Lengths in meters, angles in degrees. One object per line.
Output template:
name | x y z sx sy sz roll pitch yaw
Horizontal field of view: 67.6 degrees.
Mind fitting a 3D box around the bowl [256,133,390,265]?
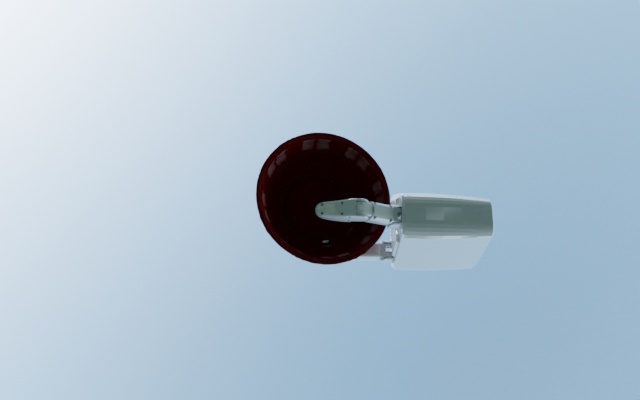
bowl | -0.001 0.002 0.582 0.162 0.162 0.055 0 -16 -13
